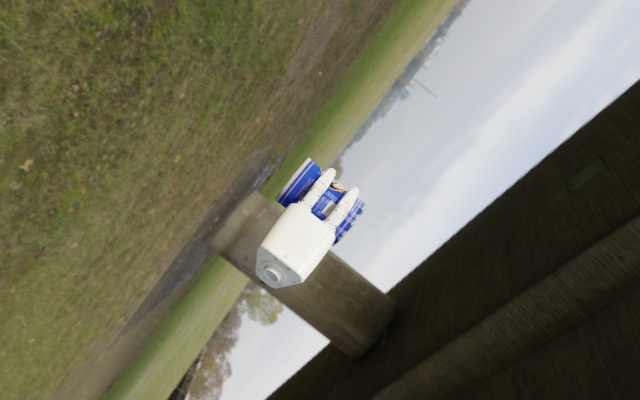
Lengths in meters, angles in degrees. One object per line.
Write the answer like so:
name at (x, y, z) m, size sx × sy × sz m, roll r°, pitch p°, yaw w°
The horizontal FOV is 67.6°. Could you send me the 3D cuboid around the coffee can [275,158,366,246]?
coffee can at (0.000, 0.003, 0.898) m, size 0.140 × 0.103 × 0.103 m, roll 39°, pitch -2°, yaw -2°
